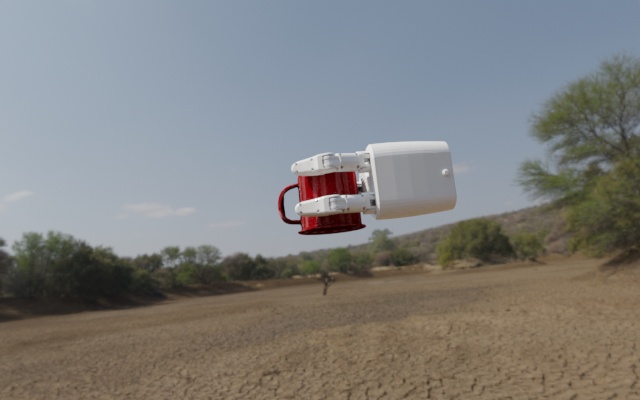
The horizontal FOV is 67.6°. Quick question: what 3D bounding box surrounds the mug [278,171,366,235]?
[{"bbox_3d":[-0.001,0.002,0.652,0.117,0.081,0.093,-5,-10,-7],"label":"mug"}]
